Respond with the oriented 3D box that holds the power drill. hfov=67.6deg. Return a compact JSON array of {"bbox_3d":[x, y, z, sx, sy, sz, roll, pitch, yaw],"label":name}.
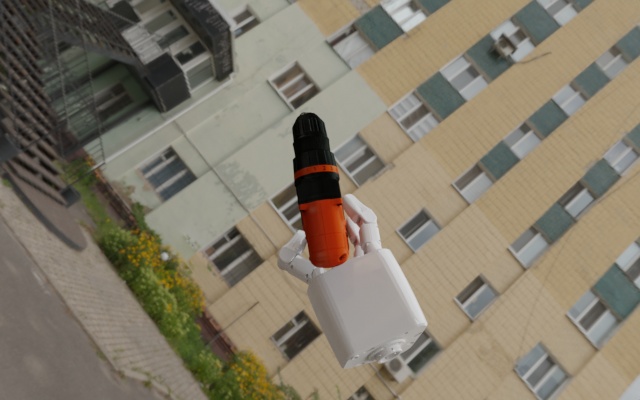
[{"bbox_3d":[0.000,0.002,0.612,0.057,0.184,0.188,-8,-15,3],"label":"power drill"}]
